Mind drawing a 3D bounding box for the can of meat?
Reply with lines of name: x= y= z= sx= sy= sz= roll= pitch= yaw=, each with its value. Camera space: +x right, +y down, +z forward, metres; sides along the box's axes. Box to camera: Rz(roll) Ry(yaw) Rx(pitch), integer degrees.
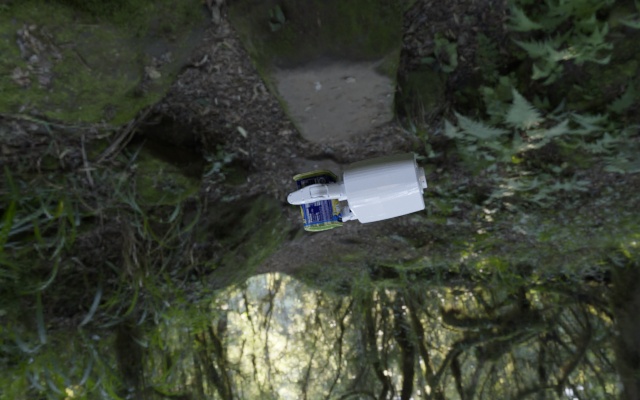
can of meat: x=0.000 y=0.003 z=0.753 sx=0.057 sy=0.084 sz=0.102 roll=-11 pitch=-7 yaw=10
